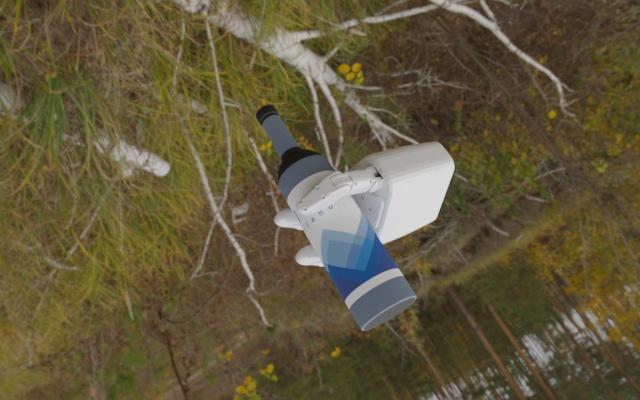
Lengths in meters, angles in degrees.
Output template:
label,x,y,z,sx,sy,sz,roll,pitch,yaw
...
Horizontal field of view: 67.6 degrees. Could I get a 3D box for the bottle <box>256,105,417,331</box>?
label,x,y,z,sx,sy,sz,roll,pitch,yaw
bottle,0.000,0.002,0.548,0.069,0.295,0.069,-26,-25,-13
